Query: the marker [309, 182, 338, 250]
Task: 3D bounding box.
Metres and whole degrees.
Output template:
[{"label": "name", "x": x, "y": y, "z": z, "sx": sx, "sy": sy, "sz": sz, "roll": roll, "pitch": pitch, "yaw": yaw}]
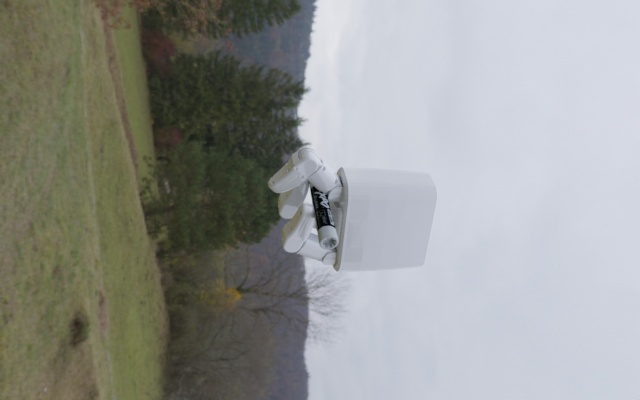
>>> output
[{"label": "marker", "x": 0.000, "y": 0.002, "z": 0.502, "sx": 0.020, "sy": 0.020, "sz": 0.121, "roll": 0, "pitch": 41, "yaw": -10}]
